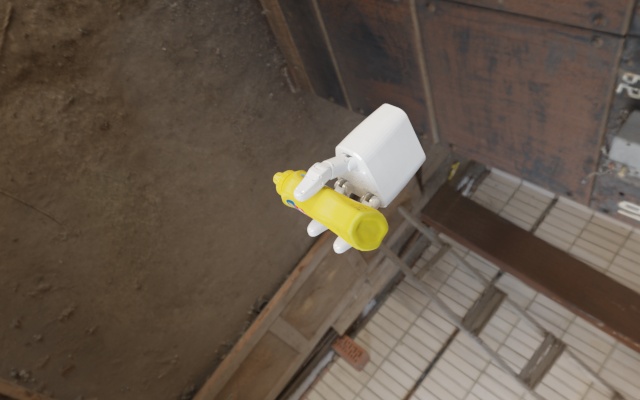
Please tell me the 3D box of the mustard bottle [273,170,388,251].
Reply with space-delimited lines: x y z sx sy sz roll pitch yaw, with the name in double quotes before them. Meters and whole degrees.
"mustard bottle" 0.000 0.003 0.683 0.191 0.058 0.096 30 3 36
